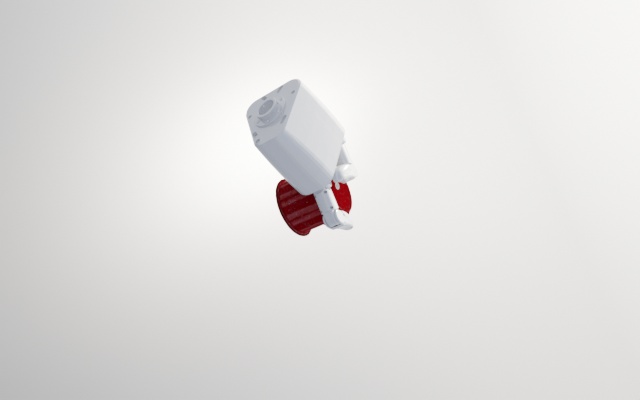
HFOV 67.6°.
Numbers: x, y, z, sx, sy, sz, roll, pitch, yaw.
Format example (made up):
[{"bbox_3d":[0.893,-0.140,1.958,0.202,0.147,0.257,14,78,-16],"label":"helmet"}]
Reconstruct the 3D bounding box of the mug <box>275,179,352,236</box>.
[{"bbox_3d":[0.001,0.003,0.713,0.081,0.093,0.117,-24,-45,25],"label":"mug"}]
